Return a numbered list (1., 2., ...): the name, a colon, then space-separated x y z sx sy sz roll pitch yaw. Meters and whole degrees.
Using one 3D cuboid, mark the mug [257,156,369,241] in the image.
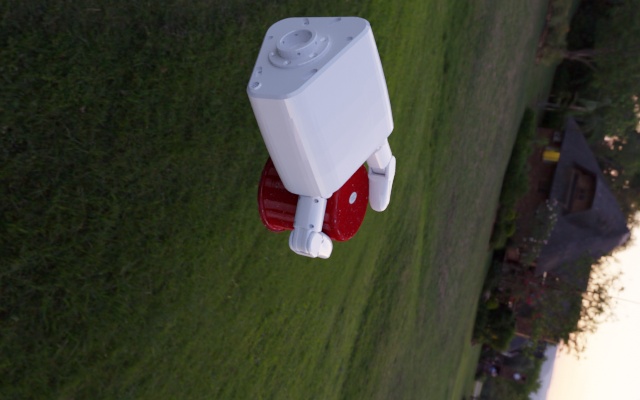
1. mug: 0.001 0.003 0.486 0.081 0.093 0.117 11 -34 27
